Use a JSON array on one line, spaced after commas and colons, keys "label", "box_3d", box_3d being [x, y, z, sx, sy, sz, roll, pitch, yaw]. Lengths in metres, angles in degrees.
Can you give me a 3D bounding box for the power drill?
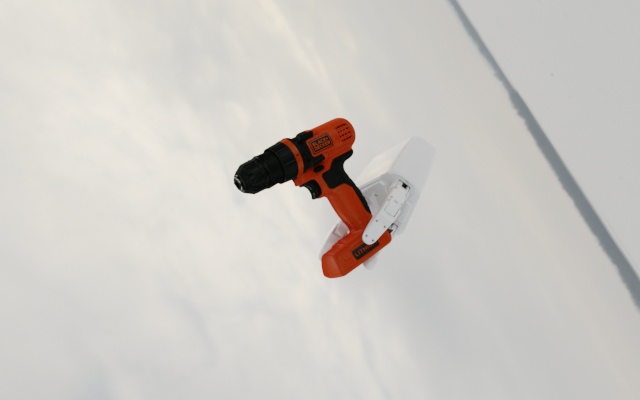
[{"label": "power drill", "box_3d": [0.000, 0.002, 0.616, 0.184, 0.187, 0.057, -30, 9, -29]}]
